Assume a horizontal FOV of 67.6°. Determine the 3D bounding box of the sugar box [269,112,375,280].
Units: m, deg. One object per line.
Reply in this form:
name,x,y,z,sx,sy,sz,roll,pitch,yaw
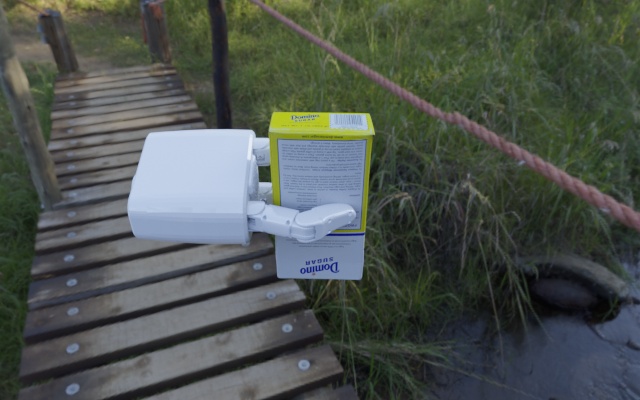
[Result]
sugar box,0.000,0.001,0.475,0.093,0.176,0.048,2,37,0
